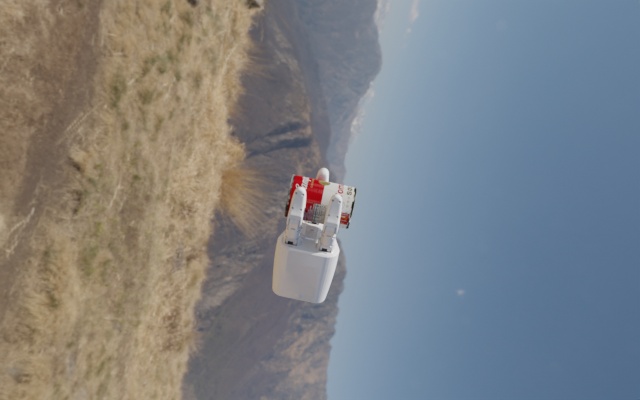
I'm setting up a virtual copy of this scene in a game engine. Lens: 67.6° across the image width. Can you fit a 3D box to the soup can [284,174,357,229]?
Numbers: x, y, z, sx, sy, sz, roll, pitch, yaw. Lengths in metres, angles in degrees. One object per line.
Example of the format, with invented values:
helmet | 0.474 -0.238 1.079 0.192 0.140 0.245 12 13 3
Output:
soup can | 0.001 0.002 0.747 0.102 0.068 0.068 12 0 0
